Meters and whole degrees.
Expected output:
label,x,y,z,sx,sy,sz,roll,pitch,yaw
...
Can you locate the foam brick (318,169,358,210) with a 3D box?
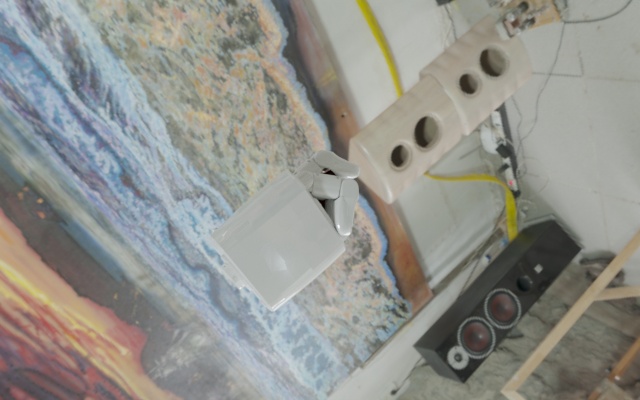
label,x,y,z,sx,sy,sz,roll,pitch,yaw
foam brick,0.000,0.002,0.589,0.051,0.053,0.078,-42,5,-15
